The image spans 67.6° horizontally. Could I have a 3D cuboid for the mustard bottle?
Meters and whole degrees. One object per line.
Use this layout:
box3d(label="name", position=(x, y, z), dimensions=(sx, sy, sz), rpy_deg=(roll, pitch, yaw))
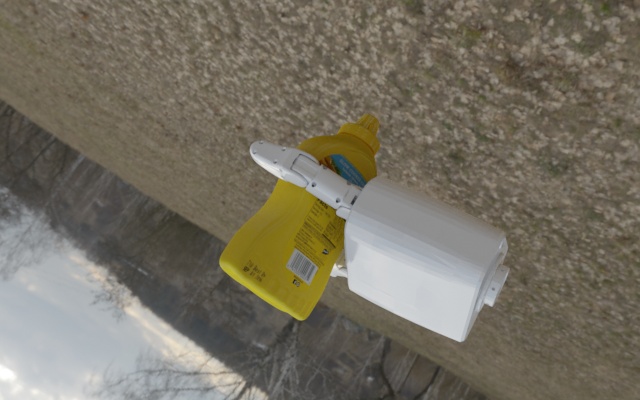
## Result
box3d(label="mustard bottle", position=(0.000, 0.002, 0.422), dimensions=(0.058, 0.191, 0.096), rpy_deg=(13, -25, 48))
